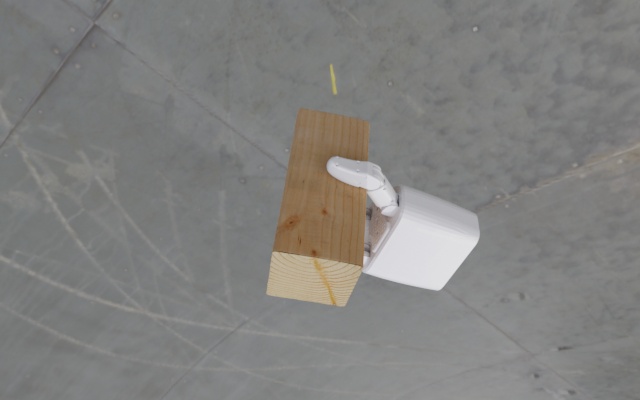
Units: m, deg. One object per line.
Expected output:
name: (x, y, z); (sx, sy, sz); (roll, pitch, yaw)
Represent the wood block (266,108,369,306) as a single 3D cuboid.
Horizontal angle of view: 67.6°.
wood block: (0.001, 0.002, 0.546); (0.090, 0.206, 0.091); (10, -39, -5)
